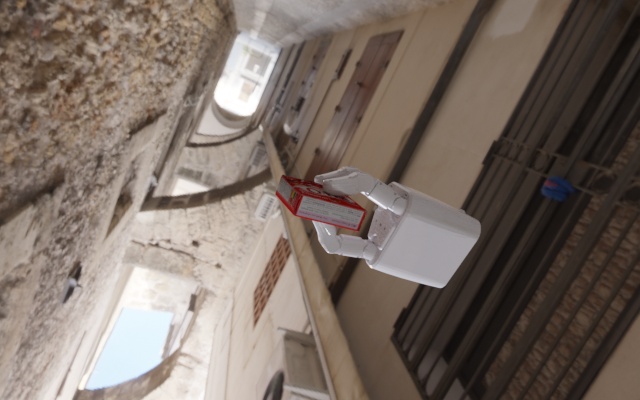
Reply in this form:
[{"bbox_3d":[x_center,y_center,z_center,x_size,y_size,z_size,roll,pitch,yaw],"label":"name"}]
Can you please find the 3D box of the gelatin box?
[{"bbox_3d":[0.000,0.002,0.563,0.089,0.030,0.073,14,14,-26],"label":"gelatin box"}]
